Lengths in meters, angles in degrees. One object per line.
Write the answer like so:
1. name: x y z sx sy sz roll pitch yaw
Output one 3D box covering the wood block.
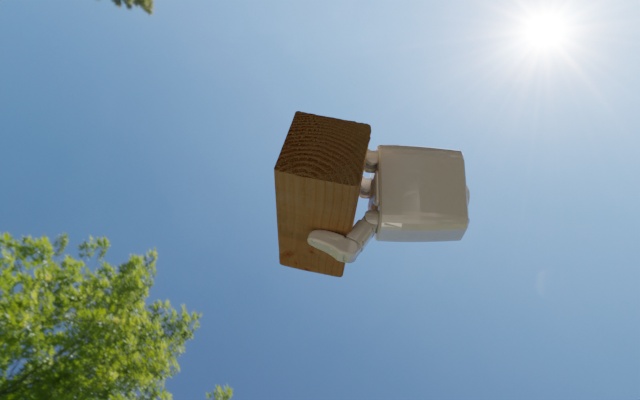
1. wood block: 0.000 0.002 0.586 0.090 0.090 0.206 12 -35 5
